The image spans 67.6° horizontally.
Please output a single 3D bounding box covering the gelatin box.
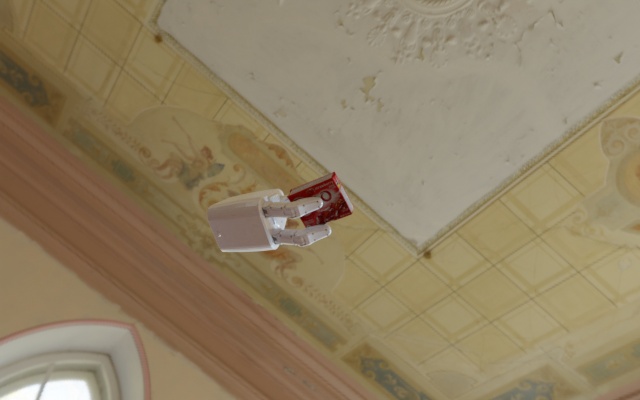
[{"bbox_3d":[0.001,0.002,0.796,0.089,0.073,0.030,-22,21,20],"label":"gelatin box"}]
